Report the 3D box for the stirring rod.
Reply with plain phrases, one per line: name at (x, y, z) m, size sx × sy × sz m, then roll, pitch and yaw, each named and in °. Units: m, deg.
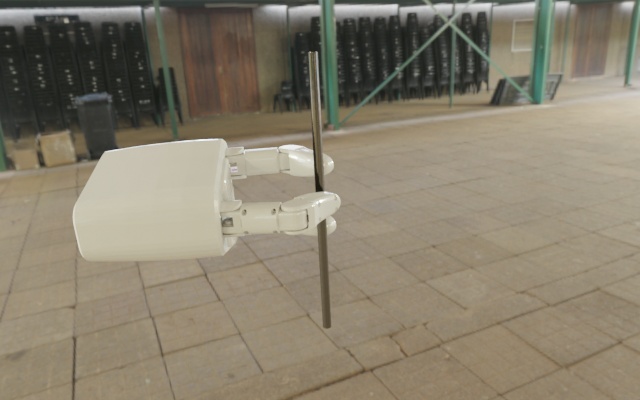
stirring rod at (0.000, 0.001, 0.401) m, size 0.011 × 0.240 × 0.011 m, roll -3°, pitch 18°, yaw 1°
